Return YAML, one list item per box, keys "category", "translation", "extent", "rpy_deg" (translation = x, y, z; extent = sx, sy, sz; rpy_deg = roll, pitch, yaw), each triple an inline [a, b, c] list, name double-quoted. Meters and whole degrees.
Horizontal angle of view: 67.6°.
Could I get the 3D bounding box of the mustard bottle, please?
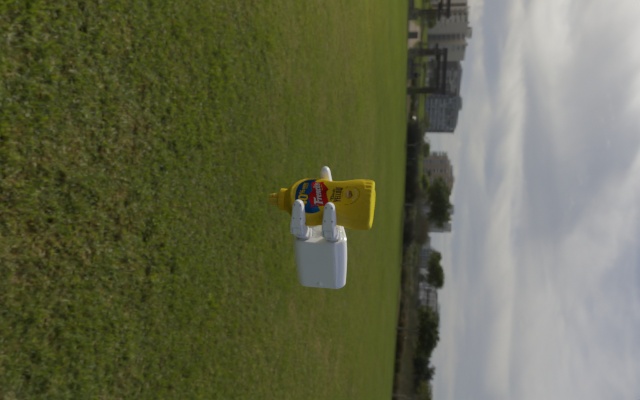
- category: "mustard bottle"
  translation: [0.000, 0.003, 0.864]
  extent: [0.191, 0.096, 0.058]
  rpy_deg: [3, -37, 11]
